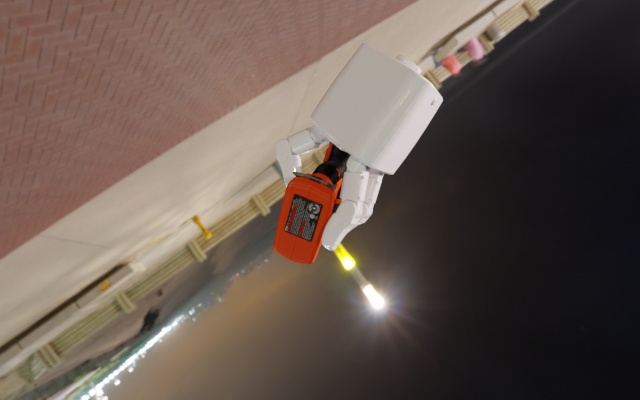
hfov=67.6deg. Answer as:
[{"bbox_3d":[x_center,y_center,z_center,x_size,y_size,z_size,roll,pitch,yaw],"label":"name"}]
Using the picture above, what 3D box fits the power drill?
[{"bbox_3d":[0.000,0.002,0.617,0.057,0.184,0.187,19,28,8],"label":"power drill"}]
